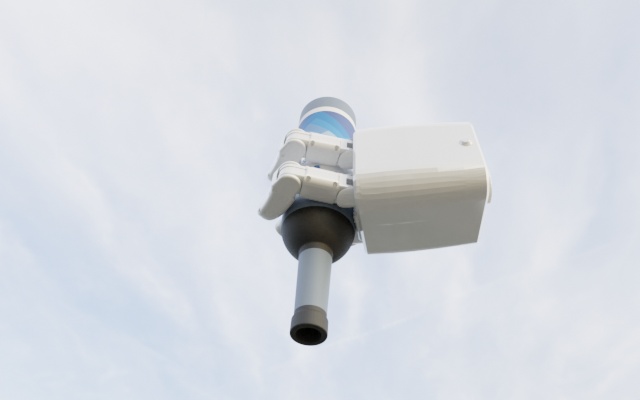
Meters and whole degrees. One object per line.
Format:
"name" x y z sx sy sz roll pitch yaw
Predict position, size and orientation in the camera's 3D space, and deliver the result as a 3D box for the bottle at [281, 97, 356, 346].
"bottle" 0.000 0.001 0.450 0.069 0.069 0.295 0 40 4
